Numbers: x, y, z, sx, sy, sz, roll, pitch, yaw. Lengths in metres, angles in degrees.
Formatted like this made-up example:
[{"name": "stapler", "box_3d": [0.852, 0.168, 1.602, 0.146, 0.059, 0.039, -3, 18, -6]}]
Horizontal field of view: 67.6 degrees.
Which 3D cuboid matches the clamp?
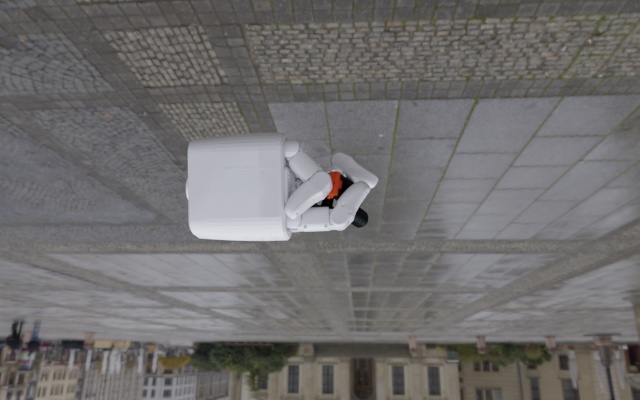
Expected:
[{"name": "clamp", "box_3d": [0.000, 0.003, 0.604, 0.120, 0.039, 0.171, -1, -18, 5]}]
